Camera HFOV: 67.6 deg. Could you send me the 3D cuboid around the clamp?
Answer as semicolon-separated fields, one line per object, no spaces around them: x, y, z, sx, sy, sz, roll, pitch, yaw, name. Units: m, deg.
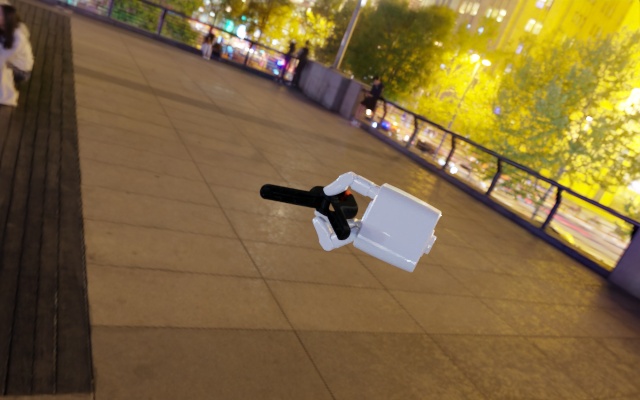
0.001;0.002;0.824;0.164;0.036;0.210;27;17;12;clamp
